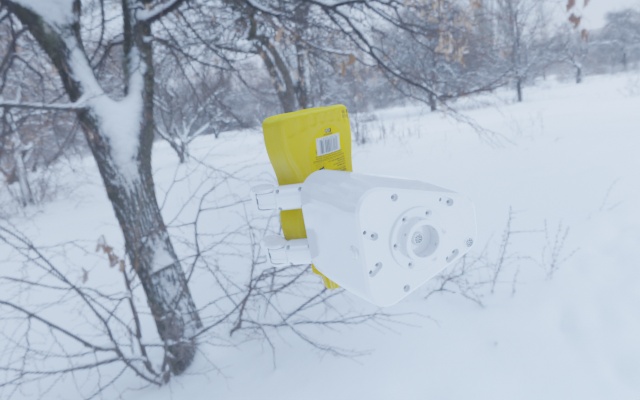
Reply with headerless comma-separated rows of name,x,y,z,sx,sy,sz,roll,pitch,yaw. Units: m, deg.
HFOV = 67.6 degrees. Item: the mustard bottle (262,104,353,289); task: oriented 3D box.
mustard bottle,0.000,0.001,0.499,0.058,0.192,0.096,3,18,44
